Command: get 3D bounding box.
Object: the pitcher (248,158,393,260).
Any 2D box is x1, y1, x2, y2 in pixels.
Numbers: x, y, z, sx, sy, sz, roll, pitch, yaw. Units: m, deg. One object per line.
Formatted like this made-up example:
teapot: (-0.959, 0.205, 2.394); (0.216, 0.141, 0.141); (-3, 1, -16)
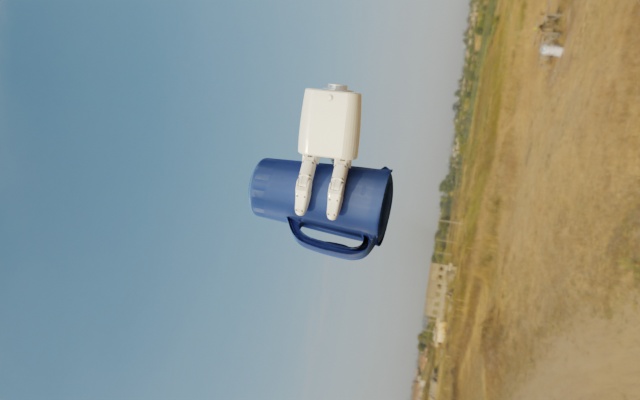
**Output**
pitcher: (0.000, 0.003, 0.831); (0.243, 0.145, 0.149); (9, 14, 14)
